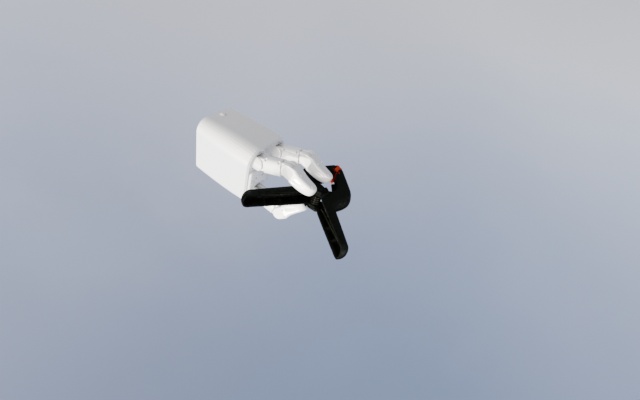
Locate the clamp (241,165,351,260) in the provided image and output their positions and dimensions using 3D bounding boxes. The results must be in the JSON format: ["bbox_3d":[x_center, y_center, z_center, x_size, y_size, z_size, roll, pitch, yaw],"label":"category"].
[{"bbox_3d":[0.000,0.003,0.724,0.164,0.036,0.210,34,33,11],"label":"clamp"}]
